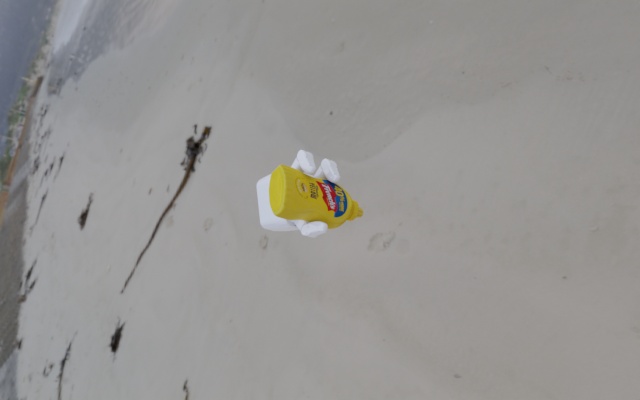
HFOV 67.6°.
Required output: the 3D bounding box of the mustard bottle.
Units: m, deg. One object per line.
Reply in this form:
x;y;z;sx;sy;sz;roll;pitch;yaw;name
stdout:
0.000;0.003;0.876;0.192;0.096;0.058;16;-41;-32;mustard bottle
